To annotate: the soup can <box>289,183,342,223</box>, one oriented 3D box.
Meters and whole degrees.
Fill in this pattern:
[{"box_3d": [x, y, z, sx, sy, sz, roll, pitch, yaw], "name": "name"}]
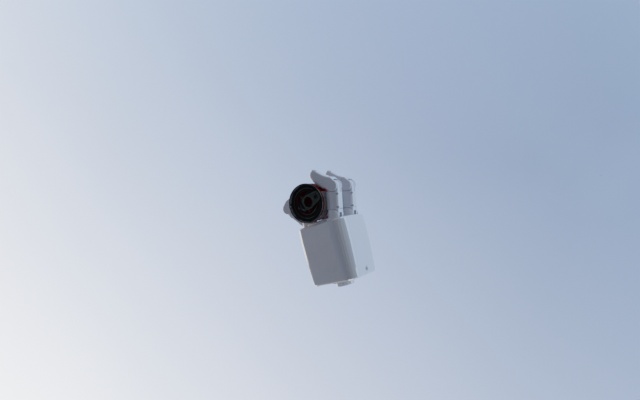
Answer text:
[{"box_3d": [0.000, 0.002, 0.851, 0.068, 0.068, 0.102, 0, 2, 30], "name": "soup can"}]
